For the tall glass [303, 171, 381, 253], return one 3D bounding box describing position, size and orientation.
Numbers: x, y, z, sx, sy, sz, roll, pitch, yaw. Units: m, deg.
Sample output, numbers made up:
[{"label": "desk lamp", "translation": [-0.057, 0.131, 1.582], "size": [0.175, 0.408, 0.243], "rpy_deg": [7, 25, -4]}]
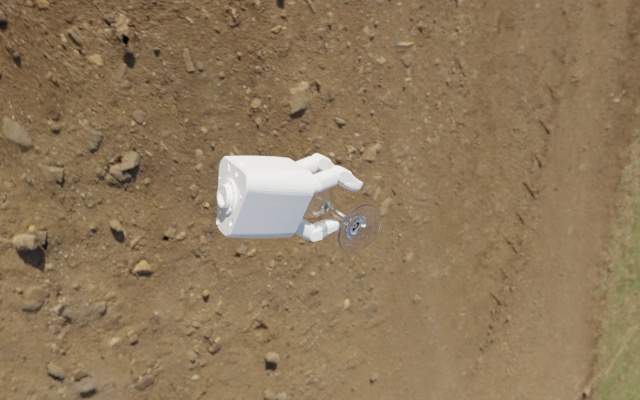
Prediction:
[{"label": "tall glass", "translation": [0.001, 0.003, 0.735], "size": [0.079, 0.079, 0.201], "rpy_deg": [0, 22, -36]}]
